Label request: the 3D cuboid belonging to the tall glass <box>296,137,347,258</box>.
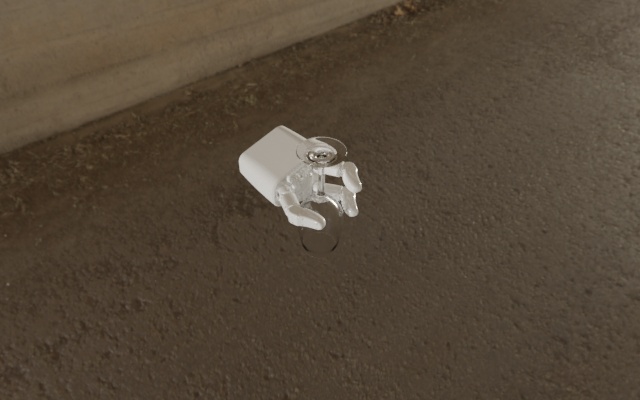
[{"bbox_3d":[0.000,0.002,0.756,0.079,0.201,0.079,1,42,0],"label":"tall glass"}]
